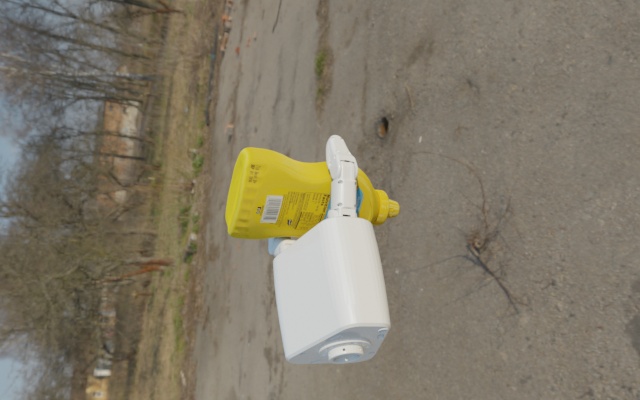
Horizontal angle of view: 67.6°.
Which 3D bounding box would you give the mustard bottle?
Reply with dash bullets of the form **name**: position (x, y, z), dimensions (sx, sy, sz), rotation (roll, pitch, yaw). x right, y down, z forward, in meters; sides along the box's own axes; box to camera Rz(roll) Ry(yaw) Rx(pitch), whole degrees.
- **mustard bottle**: position (0.000, 0.001, 0.519), dimensions (0.191, 0.096, 0.058), rotation (6, 29, -22)
